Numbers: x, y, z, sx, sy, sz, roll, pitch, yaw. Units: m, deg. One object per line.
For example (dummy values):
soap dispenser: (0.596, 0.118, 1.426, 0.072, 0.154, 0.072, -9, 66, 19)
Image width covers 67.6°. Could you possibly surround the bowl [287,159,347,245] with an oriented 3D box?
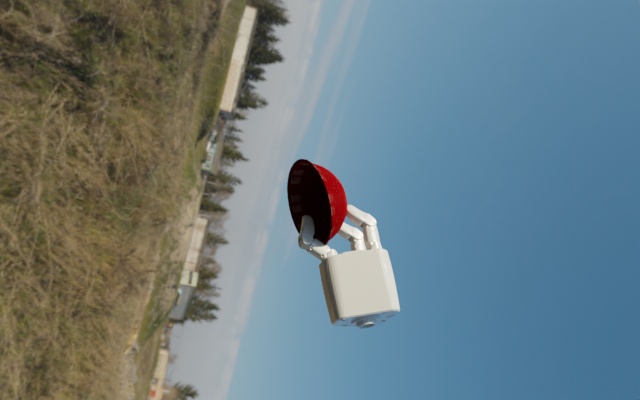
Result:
bowl: (0.000, 0.001, 0.844, 0.055, 0.162, 0.162, -13, 6, -28)
